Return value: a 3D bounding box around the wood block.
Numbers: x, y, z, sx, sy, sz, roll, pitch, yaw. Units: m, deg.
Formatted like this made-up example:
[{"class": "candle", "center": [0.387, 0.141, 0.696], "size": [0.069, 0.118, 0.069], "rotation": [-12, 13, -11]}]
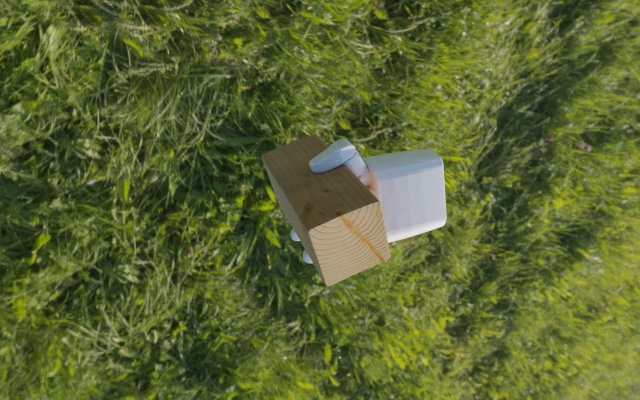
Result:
[{"class": "wood block", "center": [0.000, 0.002, 0.628], "size": [0.090, 0.091, 0.206], "rotation": [-23, 35, -10]}]
